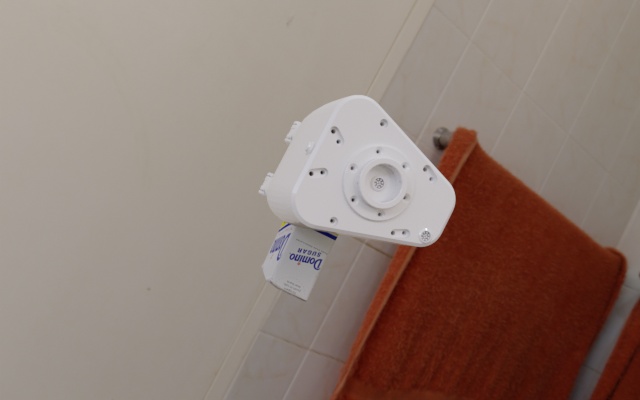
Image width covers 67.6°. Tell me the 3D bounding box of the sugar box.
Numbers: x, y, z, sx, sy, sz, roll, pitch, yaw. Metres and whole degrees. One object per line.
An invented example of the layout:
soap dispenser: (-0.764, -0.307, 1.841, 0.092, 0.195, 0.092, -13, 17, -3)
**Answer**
sugar box: (0.000, 0.001, 0.465, 0.048, 0.176, 0.093, 29, -4, -10)
